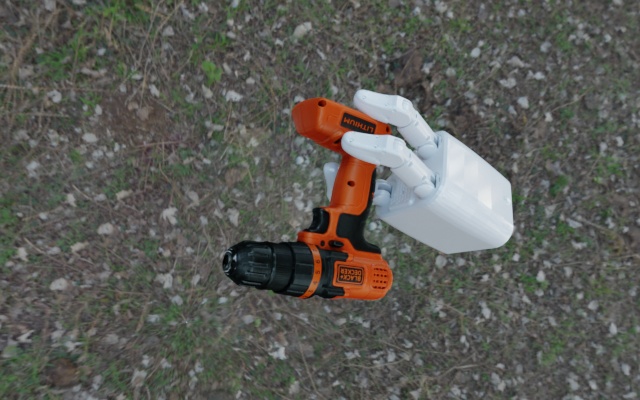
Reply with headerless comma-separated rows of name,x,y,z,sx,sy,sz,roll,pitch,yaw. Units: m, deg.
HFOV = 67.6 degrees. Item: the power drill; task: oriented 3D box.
power drill,0.000,0.001,0.466,0.184,0.187,0.057,14,-10,-37
